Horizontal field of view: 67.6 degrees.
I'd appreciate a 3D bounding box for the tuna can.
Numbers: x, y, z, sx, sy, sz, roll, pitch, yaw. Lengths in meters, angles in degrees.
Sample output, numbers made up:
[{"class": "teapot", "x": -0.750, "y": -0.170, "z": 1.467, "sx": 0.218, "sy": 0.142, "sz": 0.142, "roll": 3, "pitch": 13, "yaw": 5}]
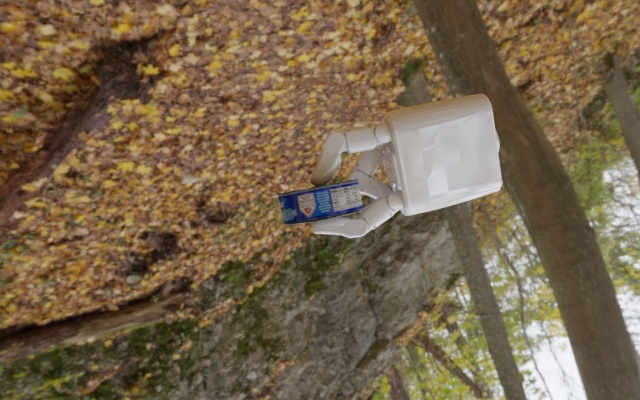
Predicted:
[{"class": "tuna can", "x": 0.000, "y": 0.002, "z": 0.497, "sx": 0.086, "sy": 0.034, "sz": 0.086, "roll": -11, "pitch": 1, "yaw": 0}]
